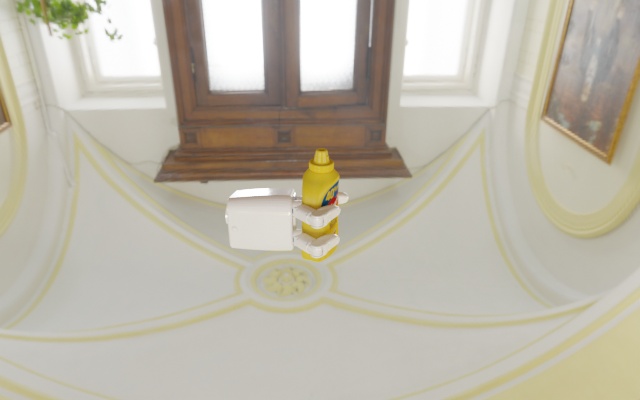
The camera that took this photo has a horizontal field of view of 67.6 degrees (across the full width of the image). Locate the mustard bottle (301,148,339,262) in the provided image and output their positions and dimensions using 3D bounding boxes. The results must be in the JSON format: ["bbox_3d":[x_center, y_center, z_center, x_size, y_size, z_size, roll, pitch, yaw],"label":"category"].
[{"bbox_3d":[0.000,0.003,0.816,0.058,0.192,0.096,12,30,21],"label":"mustard bottle"}]
